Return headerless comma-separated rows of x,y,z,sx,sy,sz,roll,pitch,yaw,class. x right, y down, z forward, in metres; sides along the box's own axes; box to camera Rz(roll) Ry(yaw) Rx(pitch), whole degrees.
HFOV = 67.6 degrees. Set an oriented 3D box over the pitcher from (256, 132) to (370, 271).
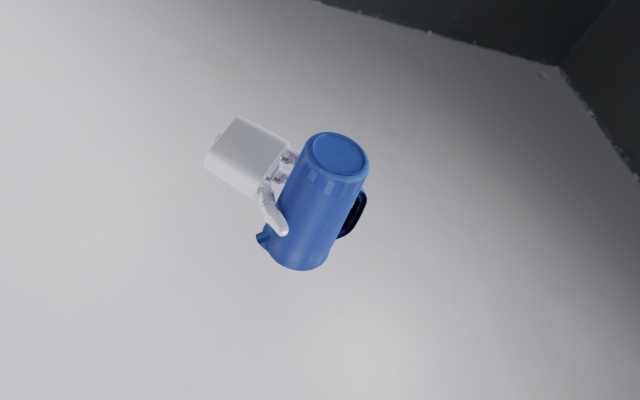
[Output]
0.000,0.003,0.817,0.145,0.243,0.149,32,46,5,pitcher
